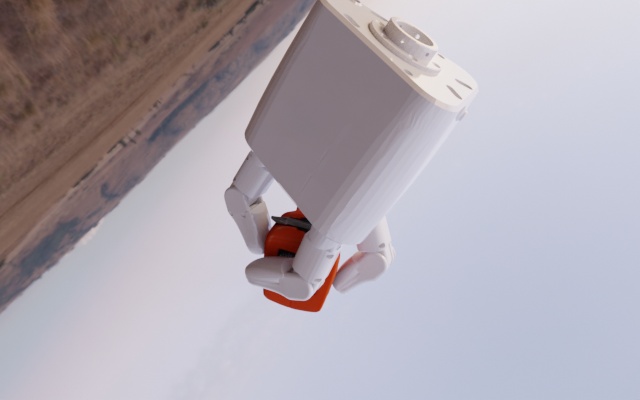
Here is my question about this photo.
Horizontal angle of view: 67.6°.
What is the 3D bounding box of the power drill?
[{"bbox_3d":[0.000,0.002,0.437,0.057,0.187,0.185,13,-39,3],"label":"power drill"}]
